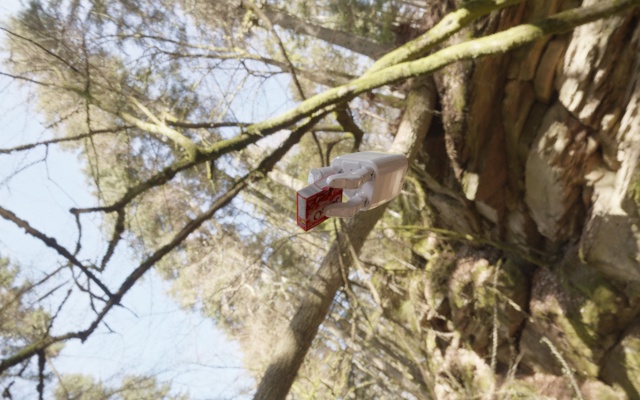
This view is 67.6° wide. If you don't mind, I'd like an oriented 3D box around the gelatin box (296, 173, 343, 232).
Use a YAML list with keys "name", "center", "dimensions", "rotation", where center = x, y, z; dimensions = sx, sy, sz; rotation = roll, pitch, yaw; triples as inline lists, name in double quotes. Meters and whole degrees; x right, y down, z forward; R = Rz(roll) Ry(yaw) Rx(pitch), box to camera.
- name: "gelatin box"
  center: [0.000, 0.003, 0.826]
  dimensions: [0.089, 0.073, 0.030]
  rotation: [-28, 47, -33]
